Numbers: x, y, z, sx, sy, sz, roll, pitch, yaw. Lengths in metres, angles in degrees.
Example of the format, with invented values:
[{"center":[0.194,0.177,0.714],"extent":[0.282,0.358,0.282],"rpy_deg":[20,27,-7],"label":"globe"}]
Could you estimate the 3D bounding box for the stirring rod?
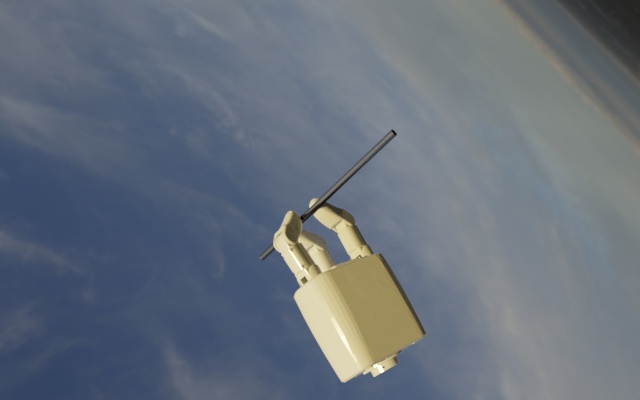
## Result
[{"center":[0.000,0.002,0.548],"extent":[0.011,0.011,0.240],"rpy_deg":[0,-36,-51],"label":"stirring rod"}]
